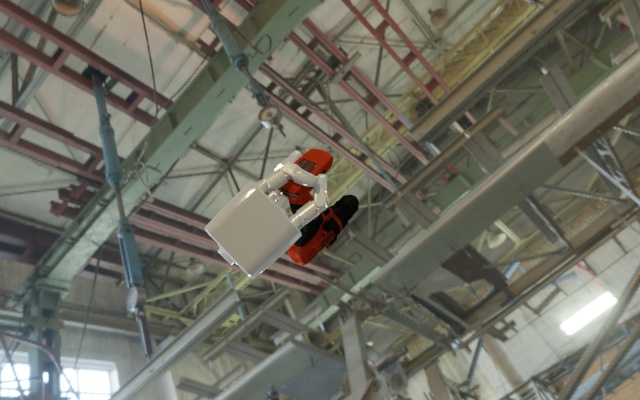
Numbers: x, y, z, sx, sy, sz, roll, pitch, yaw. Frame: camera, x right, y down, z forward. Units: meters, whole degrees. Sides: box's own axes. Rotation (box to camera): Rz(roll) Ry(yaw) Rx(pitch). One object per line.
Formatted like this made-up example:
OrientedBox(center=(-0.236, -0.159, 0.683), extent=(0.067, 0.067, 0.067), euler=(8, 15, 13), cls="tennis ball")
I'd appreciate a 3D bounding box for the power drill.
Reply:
OrientedBox(center=(0.000, 0.003, 0.858), extent=(0.057, 0.188, 0.184), euler=(21, 52, 34), cls="power drill")
